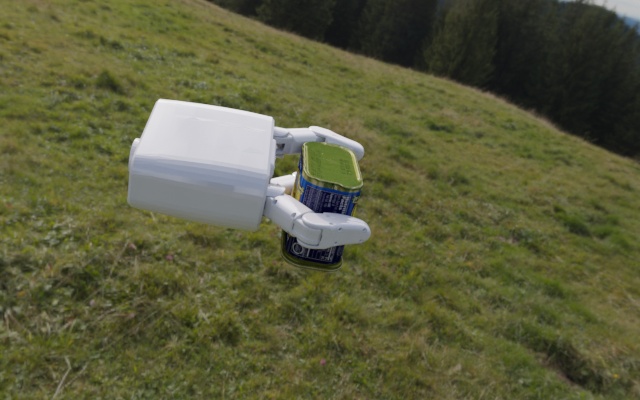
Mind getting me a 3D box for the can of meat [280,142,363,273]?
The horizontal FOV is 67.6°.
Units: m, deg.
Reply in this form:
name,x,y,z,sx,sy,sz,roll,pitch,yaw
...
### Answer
name,x,y,z,sx,sy,sz,roll,pitch,yaw
can of meat,0.000,0.001,0.436,0.057,0.084,0.102,11,26,-8
